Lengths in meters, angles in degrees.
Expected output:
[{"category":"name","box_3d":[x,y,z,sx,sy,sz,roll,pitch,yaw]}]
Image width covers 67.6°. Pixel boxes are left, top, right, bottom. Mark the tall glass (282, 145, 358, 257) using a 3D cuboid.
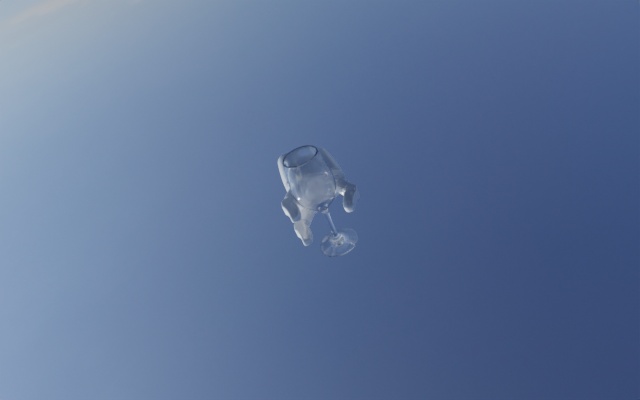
[{"category":"tall glass","box_3d":[0.000,0.003,0.834,0.079,0.201,0.079,-16,35,12]}]
